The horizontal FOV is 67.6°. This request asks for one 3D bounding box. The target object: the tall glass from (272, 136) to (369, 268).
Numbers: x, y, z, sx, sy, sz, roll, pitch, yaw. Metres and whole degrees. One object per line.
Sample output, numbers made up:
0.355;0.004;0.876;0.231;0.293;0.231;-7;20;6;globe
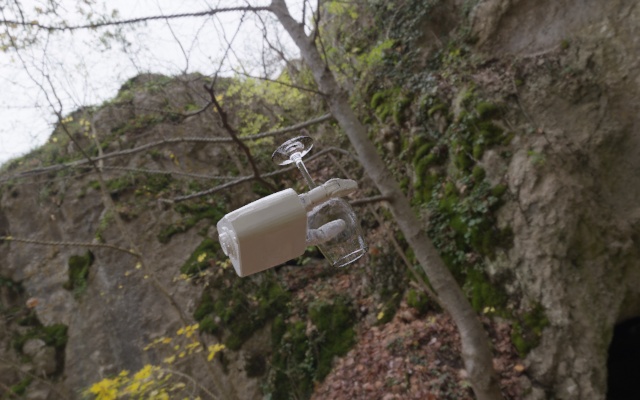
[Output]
0.000;0.002;0.739;0.079;0.201;0.079;-26;-18;-9;tall glass
